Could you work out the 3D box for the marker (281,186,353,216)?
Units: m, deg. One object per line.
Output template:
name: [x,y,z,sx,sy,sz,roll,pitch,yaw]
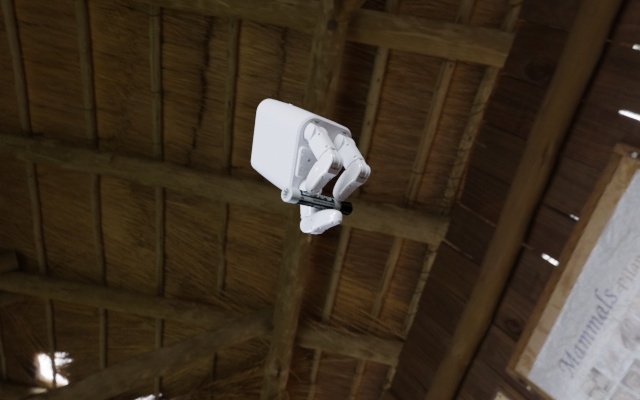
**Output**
marker: [0.000,0.002,0.610,0.020,0.020,0.121,0,-9,43]
